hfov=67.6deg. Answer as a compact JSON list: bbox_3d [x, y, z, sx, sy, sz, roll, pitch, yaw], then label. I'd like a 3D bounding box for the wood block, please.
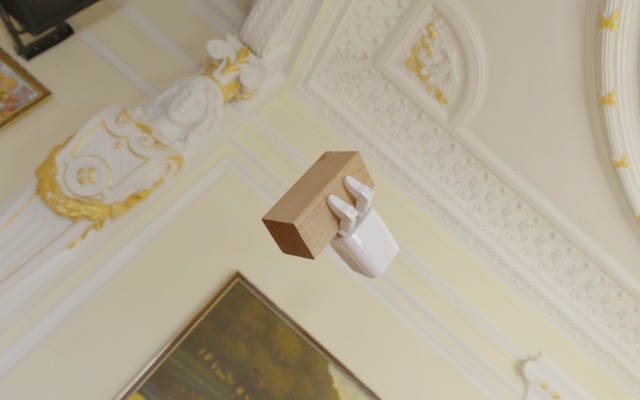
[{"bbox_3d":[0.000,0.003,0.895,0.091,0.090,0.206,4,43,44],"label":"wood block"}]
